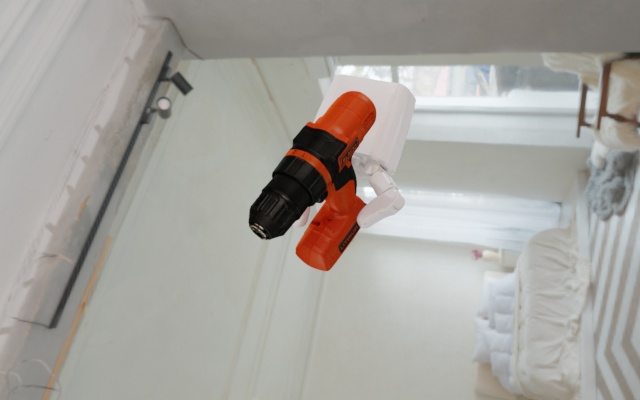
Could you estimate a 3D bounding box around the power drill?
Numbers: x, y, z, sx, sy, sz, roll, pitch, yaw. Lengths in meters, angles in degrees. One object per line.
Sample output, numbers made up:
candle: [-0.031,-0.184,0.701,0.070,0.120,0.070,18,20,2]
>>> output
power drill: [0.000,0.002,0.513,0.057,0.184,0.188,29,-27,20]
